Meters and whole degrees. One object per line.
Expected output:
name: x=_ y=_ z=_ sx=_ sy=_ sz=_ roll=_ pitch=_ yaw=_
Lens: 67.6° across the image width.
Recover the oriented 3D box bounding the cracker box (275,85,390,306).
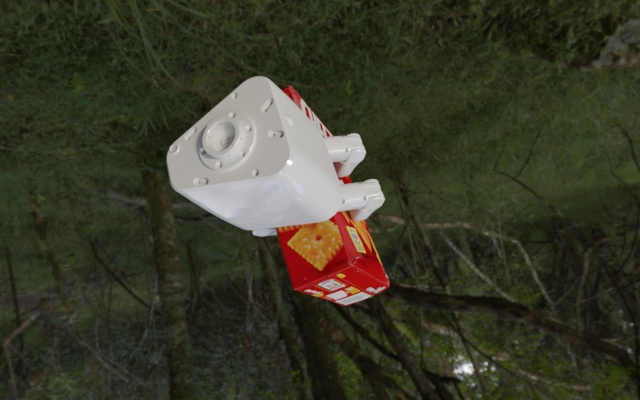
cracker box: x=0.000 y=0.002 z=0.544 sx=0.072 sy=0.213 sz=0.164 roll=-24 pitch=-24 yaw=13
